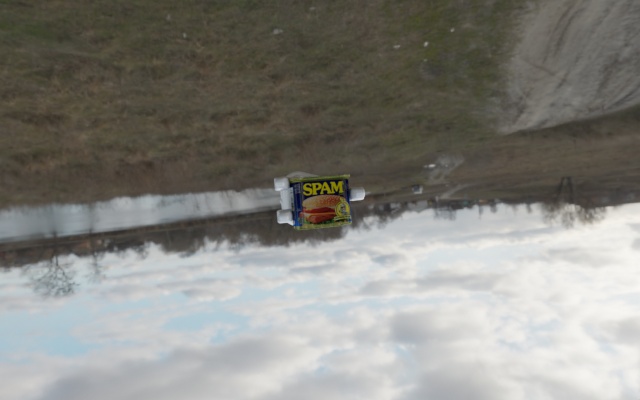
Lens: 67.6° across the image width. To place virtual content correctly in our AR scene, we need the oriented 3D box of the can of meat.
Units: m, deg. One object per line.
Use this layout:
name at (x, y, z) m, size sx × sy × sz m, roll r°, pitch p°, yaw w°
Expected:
can of meat at (0.000, 0.003, 0.796) m, size 0.102 × 0.084 × 0.057 m, roll -5°, pitch 0°, yaw -17°
